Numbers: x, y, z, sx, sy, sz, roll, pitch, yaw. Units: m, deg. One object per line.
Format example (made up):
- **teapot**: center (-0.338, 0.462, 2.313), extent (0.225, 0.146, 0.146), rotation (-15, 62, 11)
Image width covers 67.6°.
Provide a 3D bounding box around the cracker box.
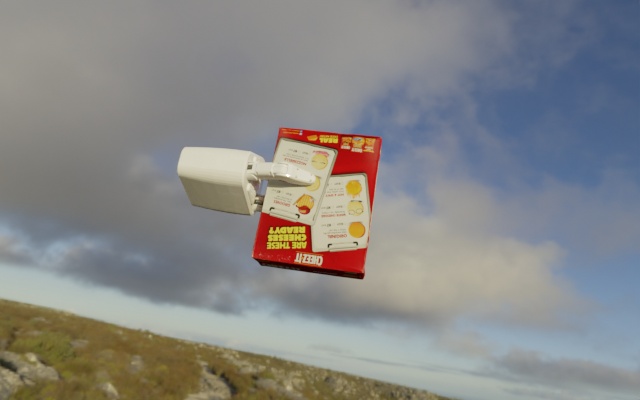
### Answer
- **cracker box**: center (0.000, 0.002, 0.731), extent (0.164, 0.213, 0.072), rotation (7, -18, 9)
